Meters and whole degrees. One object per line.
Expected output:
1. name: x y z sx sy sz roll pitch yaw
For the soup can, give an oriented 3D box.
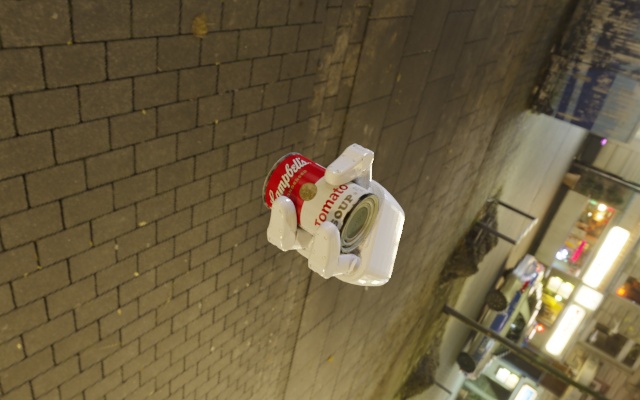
1. soup can: 0.000 0.002 0.490 0.102 0.068 0.068 30 15 28
